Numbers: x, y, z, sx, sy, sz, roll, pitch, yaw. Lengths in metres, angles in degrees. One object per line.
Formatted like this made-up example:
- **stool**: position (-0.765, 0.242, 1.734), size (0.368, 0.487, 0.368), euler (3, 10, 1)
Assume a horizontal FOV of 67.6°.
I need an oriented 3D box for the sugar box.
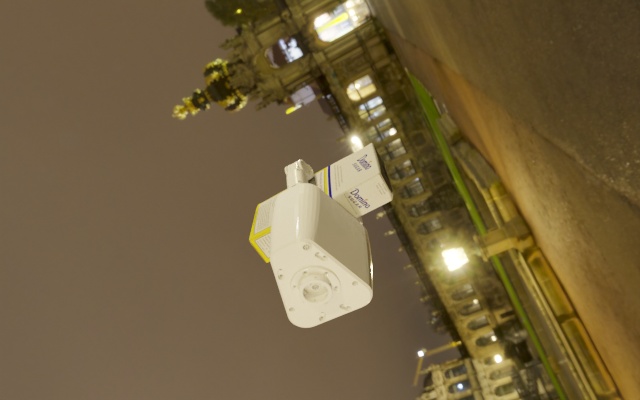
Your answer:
- **sugar box**: position (0.000, 0.002, 0.591), size (0.176, 0.048, 0.093), euler (-25, 26, 14)
